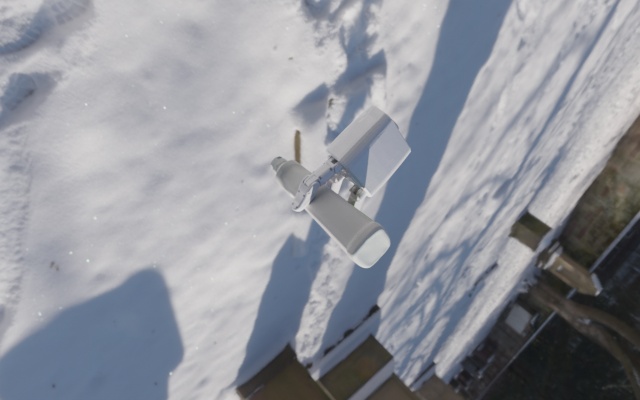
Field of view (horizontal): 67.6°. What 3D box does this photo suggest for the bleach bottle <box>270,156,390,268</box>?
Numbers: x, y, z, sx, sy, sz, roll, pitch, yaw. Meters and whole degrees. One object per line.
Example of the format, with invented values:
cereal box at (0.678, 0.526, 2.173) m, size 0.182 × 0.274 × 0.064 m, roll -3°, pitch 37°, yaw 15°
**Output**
bleach bottle at (0.000, 0.003, 0.784) m, size 0.250 × 0.068 × 0.103 m, roll 42°, pitch -2°, yaw 29°
